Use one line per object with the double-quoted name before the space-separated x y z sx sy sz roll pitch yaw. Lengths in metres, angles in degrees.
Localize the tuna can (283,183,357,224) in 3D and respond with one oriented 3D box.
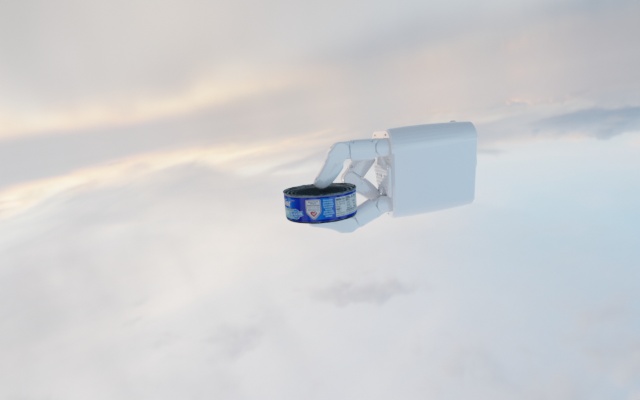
"tuna can" 0.000 0.002 0.559 0.086 0.034 0.086 -4 10 1
